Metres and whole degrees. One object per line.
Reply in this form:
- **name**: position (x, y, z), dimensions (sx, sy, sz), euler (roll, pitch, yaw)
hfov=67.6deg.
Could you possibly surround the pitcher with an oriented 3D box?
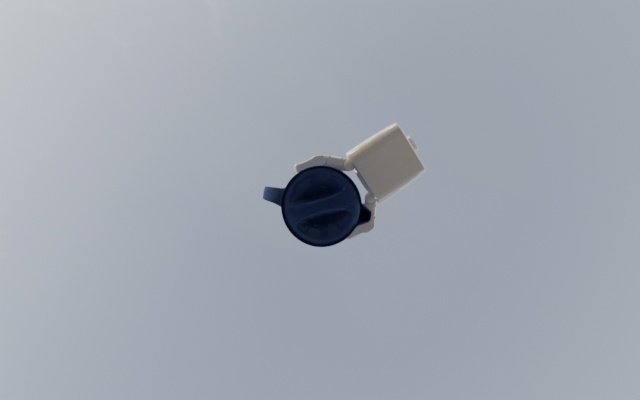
- **pitcher**: position (0.000, 0.003, 0.891), dimensions (0.145, 0.149, 0.243), euler (-34, -1, 5)
